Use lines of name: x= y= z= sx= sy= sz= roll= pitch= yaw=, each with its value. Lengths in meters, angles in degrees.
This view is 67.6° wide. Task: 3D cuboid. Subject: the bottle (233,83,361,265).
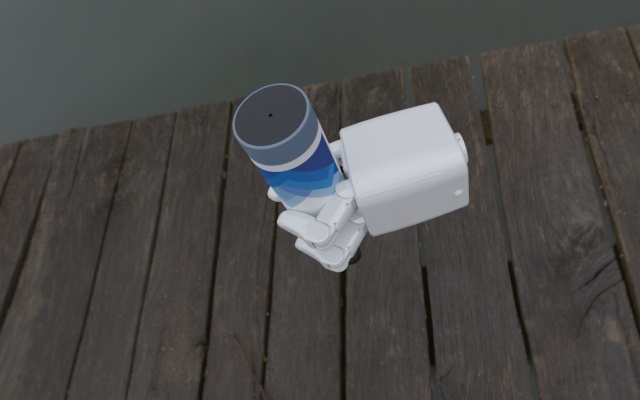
bottle: x=0.000 y=0.002 z=0.505 sx=0.069 sy=0.069 sz=0.296 roll=0 pitch=-29 yaw=18
